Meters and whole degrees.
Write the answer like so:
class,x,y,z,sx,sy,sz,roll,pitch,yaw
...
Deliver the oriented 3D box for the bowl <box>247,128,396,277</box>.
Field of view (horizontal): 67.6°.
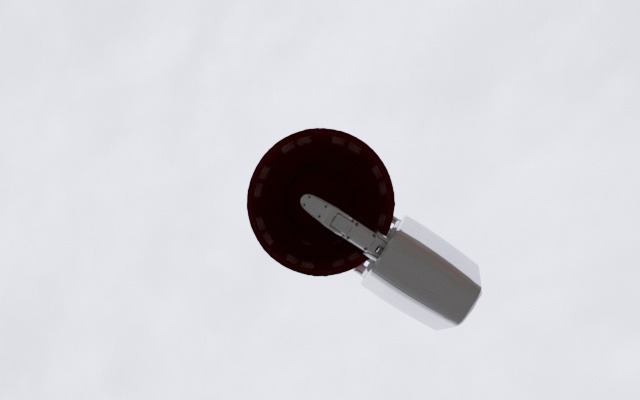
class,x,y,z,sx,sy,sz,roll,pitch,yaw
bowl,-0.001,0.001,0.543,0.162,0.162,0.055,0,1,-1
